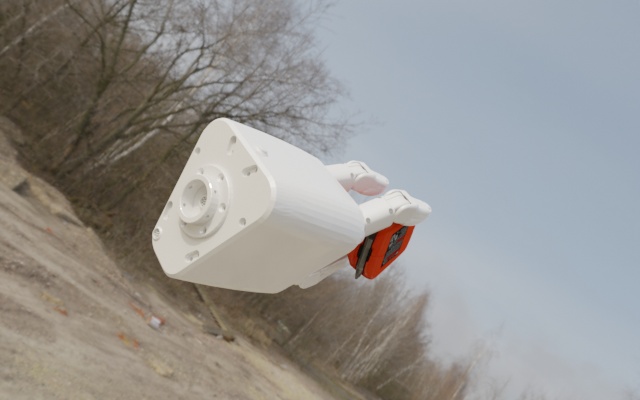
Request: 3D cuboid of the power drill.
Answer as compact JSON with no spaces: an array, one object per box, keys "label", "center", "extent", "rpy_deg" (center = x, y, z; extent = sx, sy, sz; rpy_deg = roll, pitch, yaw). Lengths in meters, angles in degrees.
[{"label":"power drill","center":[0.000,0.002,0.488],"extent":[0.187,0.057,0.184],"rpy_deg":[23,22,21]}]
